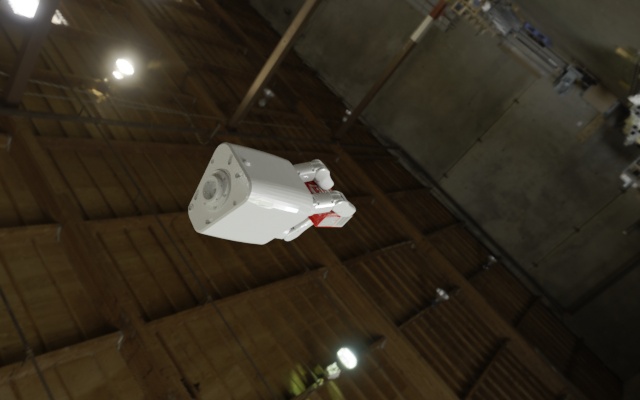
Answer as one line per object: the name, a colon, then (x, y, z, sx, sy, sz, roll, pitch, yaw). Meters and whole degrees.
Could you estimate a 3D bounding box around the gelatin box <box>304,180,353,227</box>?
gelatin box: (0.000, 0.003, 0.692, 0.030, 0.073, 0.089, -45, -21, 18)
